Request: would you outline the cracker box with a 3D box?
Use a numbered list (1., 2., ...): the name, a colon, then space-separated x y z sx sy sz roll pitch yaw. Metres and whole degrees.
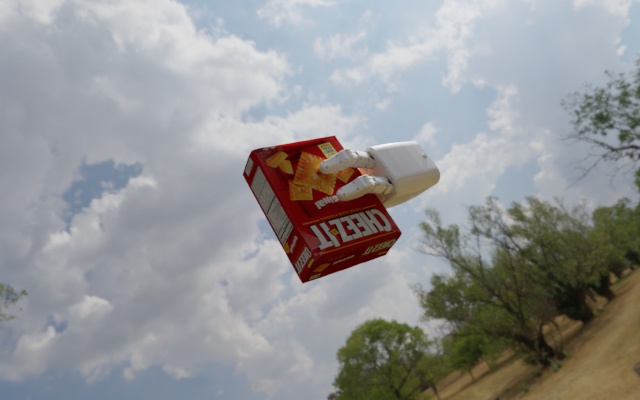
1. cracker box: 0.000 0.002 0.744 0.164 0.213 0.072 -14 -32 -32
